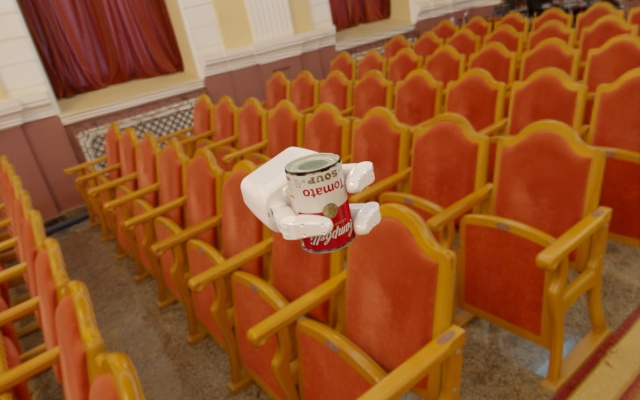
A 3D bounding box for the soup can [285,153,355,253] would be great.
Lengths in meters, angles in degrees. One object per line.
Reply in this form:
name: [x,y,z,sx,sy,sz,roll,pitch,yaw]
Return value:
soup can: [0.000,0.002,0.566,0.068,0.102,0.068,-10,22,4]
